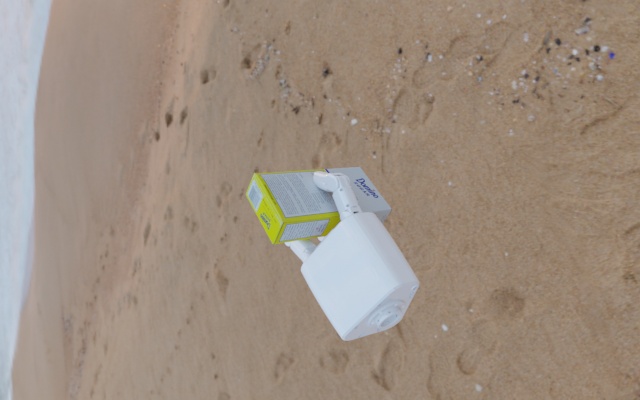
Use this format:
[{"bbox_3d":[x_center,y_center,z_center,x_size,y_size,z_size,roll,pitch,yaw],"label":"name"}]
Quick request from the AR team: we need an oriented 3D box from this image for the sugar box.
[{"bbox_3d":[0.000,0.003,0.639,0.176,0.048,0.093,-3,46,-36],"label":"sugar box"}]
